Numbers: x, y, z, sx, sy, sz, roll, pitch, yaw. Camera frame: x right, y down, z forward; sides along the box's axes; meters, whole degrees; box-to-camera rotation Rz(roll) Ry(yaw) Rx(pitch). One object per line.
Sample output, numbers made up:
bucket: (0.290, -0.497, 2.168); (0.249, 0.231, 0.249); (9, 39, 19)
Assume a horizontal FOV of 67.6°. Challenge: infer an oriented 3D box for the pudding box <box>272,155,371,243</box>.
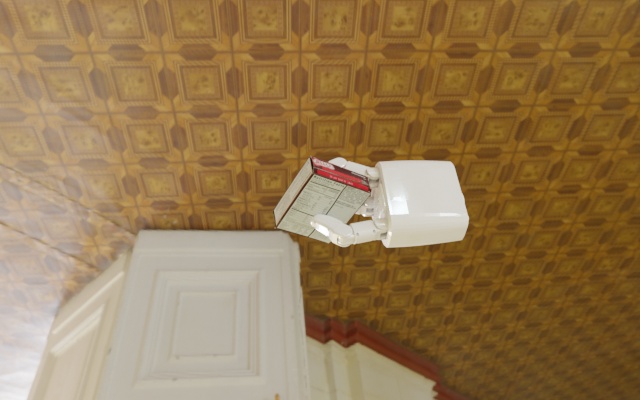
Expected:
pudding box: (0.000, 0.002, 0.638); (0.090, 0.113, 0.039); (19, 37, -24)
